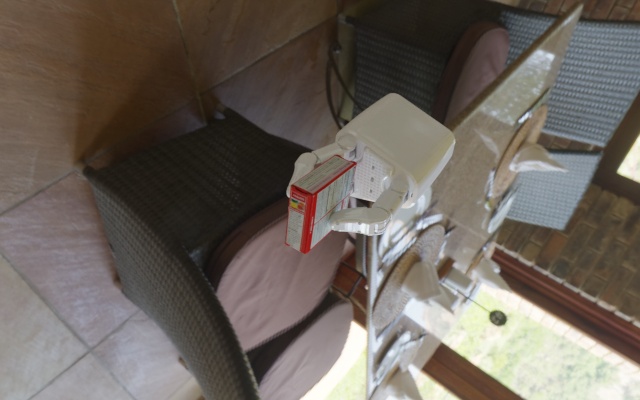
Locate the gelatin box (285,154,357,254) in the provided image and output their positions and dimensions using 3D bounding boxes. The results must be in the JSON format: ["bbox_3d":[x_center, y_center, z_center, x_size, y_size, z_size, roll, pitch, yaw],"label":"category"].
[{"bbox_3d":[0.000,0.002,0.497,0.030,0.073,0.089,24,37,22],"label":"gelatin box"}]
